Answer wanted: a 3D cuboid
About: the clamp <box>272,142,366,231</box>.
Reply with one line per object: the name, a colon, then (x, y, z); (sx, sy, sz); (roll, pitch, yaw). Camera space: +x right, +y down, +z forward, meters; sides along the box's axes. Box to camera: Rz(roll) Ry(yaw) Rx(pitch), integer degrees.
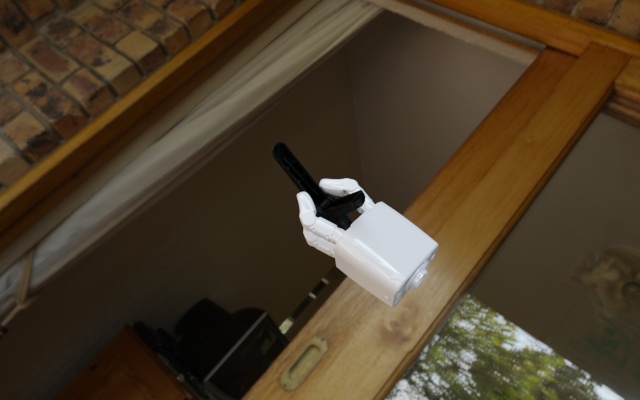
clamp: (0.001, 0.002, 0.736); (0.164, 0.036, 0.210); (37, -20, 21)
